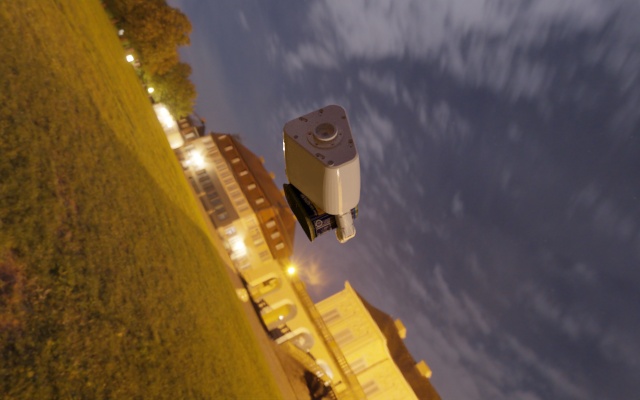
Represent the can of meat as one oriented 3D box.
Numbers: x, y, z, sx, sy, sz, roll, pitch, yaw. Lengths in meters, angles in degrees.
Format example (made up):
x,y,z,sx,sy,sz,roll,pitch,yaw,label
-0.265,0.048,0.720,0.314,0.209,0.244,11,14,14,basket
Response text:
x,y,z,sx,sy,sz,roll,pitch,yaw,label
0.000,0.002,0.755,0.084,0.102,0.057,-24,-35,-13,can of meat
